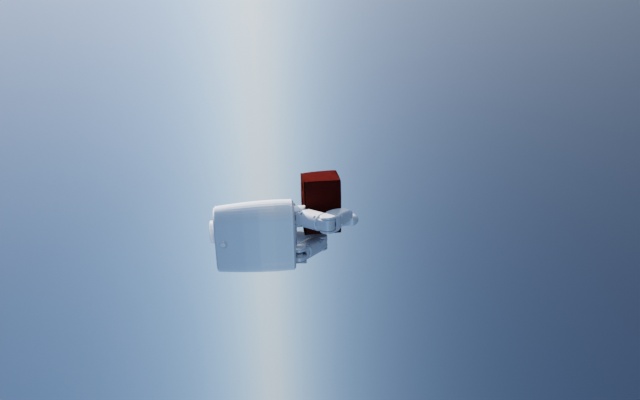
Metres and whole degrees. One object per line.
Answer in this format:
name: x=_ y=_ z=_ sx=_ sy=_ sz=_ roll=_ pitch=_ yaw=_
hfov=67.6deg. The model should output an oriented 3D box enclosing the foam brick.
foam brick: x=0.000 y=0.002 z=0.662 sx=0.051 sy=0.078 sz=0.053 roll=-3 pitch=17 yaw=-6
